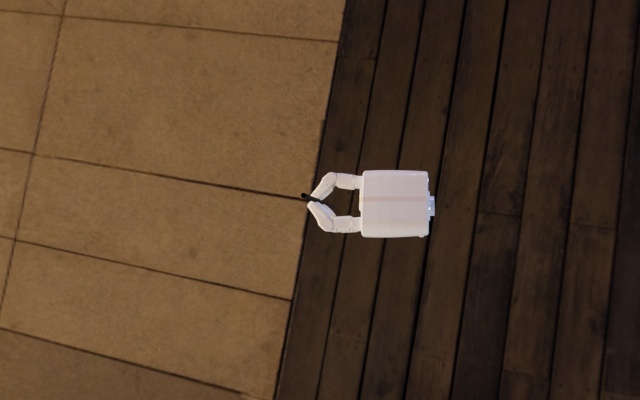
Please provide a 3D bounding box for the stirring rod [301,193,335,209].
[{"bbox_3d":[0.000,0.003,0.829,0.011,0.011,0.239,0,-5,12],"label":"stirring rod"}]
